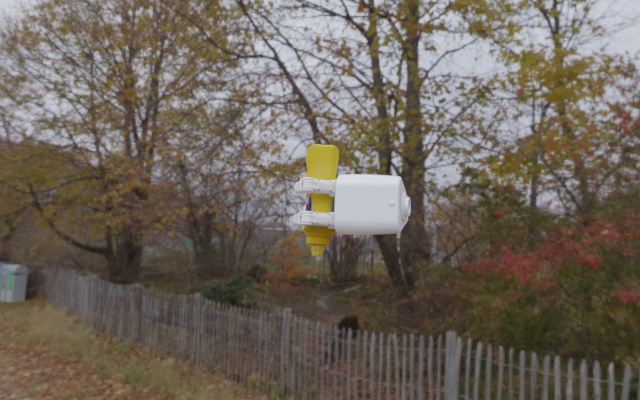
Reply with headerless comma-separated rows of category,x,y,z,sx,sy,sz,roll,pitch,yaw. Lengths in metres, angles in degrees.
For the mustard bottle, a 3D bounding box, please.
mustard bottle,0.000,0.003,0.847,0.058,0.191,0.096,3,-7,-6
